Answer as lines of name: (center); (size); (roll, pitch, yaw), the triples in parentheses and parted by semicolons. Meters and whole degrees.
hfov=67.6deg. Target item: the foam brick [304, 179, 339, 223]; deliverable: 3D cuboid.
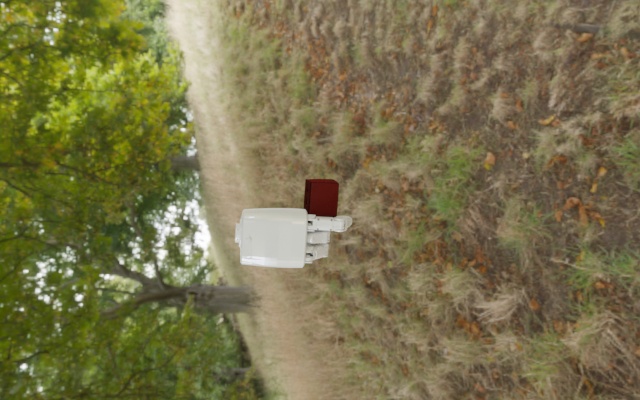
foam brick: (0.000, 0.002, 0.829); (0.051, 0.078, 0.053); (3, 7, -10)
